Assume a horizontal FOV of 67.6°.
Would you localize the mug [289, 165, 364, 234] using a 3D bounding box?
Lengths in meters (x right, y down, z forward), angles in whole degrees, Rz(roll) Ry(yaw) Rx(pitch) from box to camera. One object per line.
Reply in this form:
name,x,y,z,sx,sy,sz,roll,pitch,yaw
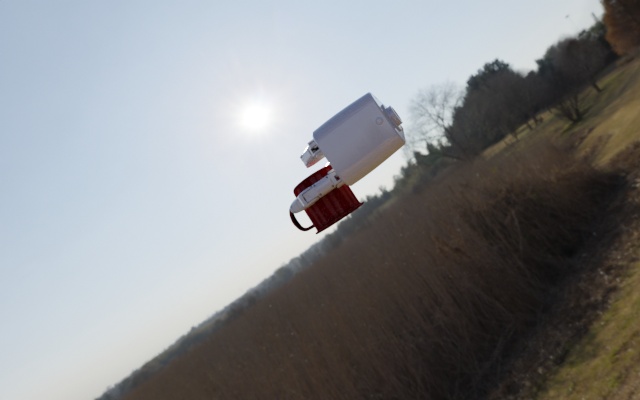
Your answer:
mug,-0.001,0.003,0.773,0.117,0.081,0.093,-35,-6,18
